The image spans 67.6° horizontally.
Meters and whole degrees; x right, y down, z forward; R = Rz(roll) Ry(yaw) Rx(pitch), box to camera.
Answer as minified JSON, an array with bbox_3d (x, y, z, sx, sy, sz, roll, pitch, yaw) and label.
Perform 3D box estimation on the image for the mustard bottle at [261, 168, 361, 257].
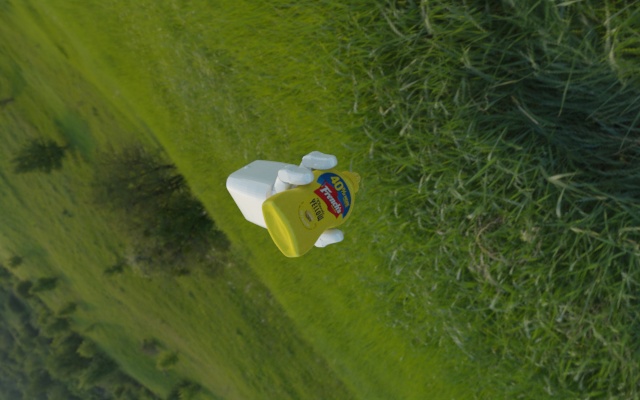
[{"bbox_3d":[0.000,0.003,0.751,0.058,0.096,0.191,-13,17,49],"label":"mustard bottle"}]
